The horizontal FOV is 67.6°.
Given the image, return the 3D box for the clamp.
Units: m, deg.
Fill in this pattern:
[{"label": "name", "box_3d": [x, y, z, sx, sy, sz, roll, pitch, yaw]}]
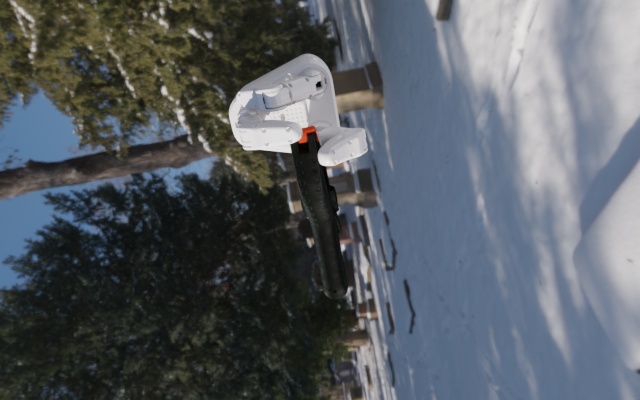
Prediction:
[{"label": "clamp", "box_3d": [-0.001, 0.002, 0.492, 0.039, 0.171, 0.120, -11, 22, -1]}]
